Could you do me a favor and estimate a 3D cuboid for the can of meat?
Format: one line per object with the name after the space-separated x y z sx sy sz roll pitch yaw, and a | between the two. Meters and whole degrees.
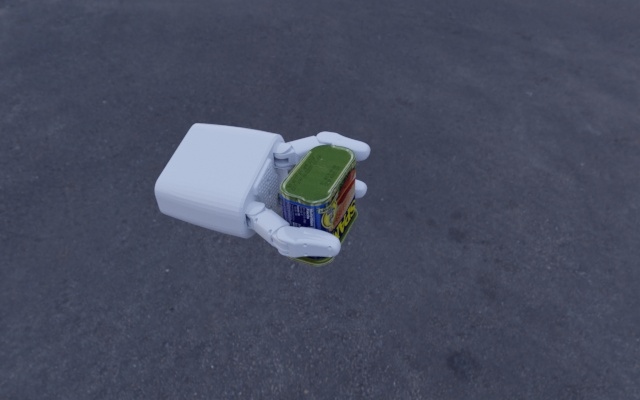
0.000 0.001 0.495 0.057 0.084 0.102 14 43 19 | can of meat
